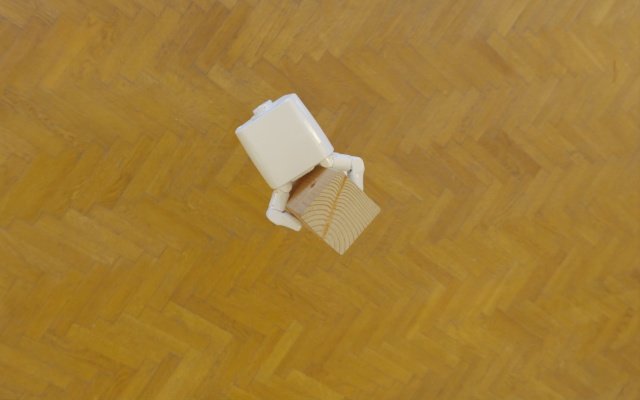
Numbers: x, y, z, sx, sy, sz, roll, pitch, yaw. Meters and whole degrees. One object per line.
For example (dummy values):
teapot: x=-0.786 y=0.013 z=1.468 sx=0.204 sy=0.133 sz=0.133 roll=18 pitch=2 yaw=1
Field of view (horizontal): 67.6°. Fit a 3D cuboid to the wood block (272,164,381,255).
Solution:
wood block: x=0.000 y=0.003 z=0.774 sx=0.090 sy=0.091 sz=0.206 roll=44 pitch=-5 yaw=-18
